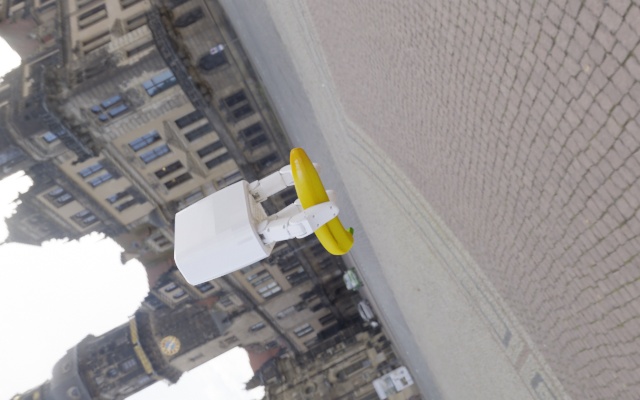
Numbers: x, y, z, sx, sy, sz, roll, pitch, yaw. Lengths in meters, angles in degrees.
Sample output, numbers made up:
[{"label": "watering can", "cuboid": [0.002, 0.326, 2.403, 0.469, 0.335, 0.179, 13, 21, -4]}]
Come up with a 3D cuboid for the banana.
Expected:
[{"label": "banana", "cuboid": [0.005, 0.018, 0.614, 0.037, 0.069, 0.198, -21, -41, 9]}]
